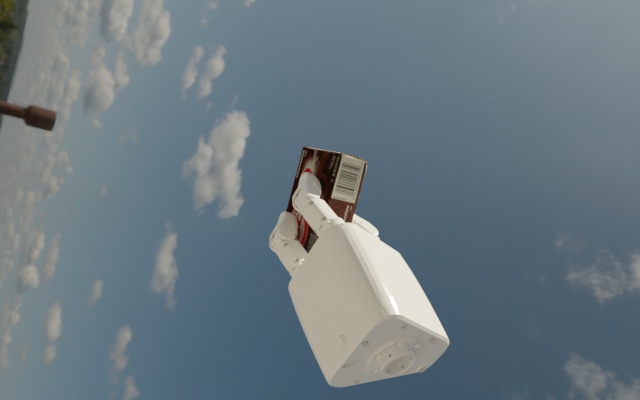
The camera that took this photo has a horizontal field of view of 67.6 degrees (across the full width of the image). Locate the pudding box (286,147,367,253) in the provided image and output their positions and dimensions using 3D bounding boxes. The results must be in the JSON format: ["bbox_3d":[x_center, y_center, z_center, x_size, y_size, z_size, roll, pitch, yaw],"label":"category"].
[{"bbox_3d":[0.000,0.002,0.523,0.039,0.113,0.090,16,2,-31],"label":"pudding box"}]
